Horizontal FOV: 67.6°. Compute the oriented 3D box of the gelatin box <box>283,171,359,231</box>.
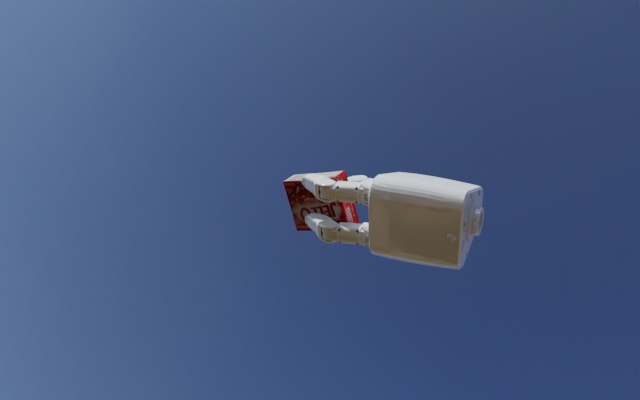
[{"bbox_3d":[0.000,0.002,0.625,0.089,0.073,0.030,-2,21,37],"label":"gelatin box"}]
